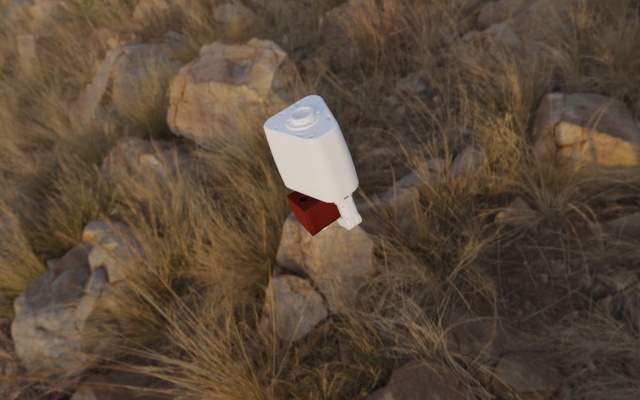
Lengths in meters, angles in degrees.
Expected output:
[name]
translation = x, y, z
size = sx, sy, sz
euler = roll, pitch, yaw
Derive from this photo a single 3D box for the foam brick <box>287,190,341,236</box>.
[foam brick]
translation = 0.000, 0.003, 0.699
size = 0.078, 0.051, 0.053
euler = -34, 43, -14
